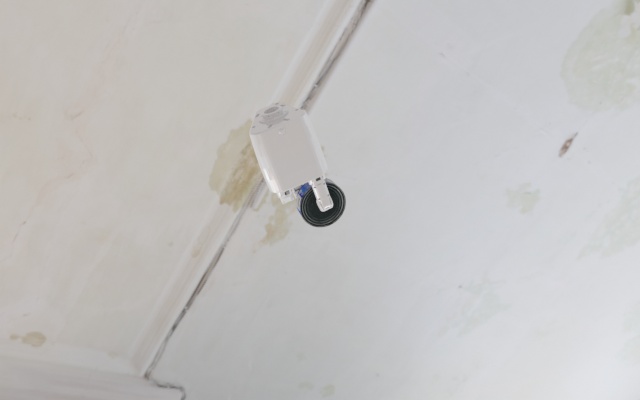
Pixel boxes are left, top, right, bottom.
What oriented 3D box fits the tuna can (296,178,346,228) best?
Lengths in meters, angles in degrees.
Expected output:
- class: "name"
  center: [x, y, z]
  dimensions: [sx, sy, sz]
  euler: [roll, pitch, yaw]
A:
- class: "tuna can"
  center: [0.000, 0.003, 0.855]
  dimensions: [0.086, 0.086, 0.033]
  euler: [0, 22, -19]
